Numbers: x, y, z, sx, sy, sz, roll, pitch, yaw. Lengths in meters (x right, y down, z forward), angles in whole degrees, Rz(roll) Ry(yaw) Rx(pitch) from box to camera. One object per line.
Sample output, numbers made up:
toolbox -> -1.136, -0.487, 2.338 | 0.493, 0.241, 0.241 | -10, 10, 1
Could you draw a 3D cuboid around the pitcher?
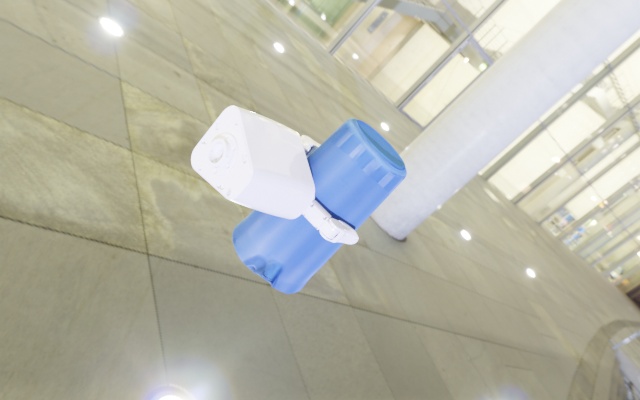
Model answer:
pitcher -> 0.000, 0.002, 0.673 | 0.243, 0.149, 0.145 | -45, -34, 20
